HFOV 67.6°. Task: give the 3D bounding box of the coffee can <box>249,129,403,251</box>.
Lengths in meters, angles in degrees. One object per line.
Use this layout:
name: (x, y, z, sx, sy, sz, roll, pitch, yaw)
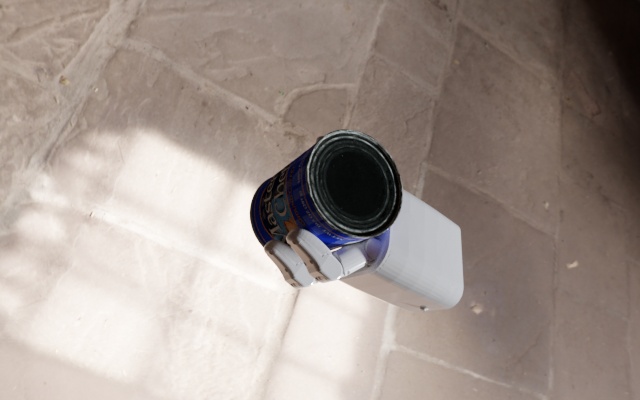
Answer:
coffee can: (0.000, 0.001, 0.485, 0.103, 0.102, 0.140, 0, -15, -29)
